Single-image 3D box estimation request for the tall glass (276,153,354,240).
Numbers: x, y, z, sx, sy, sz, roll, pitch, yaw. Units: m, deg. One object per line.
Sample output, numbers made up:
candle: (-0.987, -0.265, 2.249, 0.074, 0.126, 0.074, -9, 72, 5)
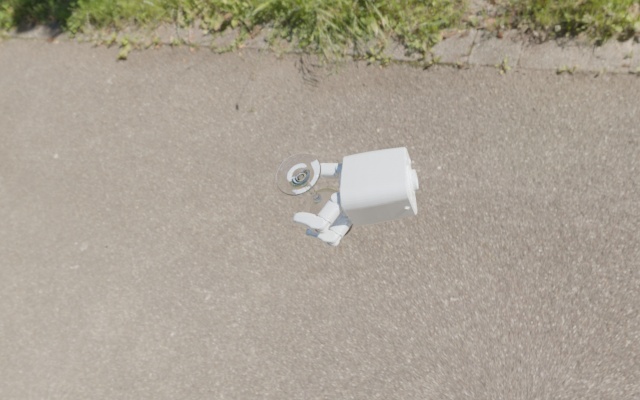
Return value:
tall glass: (0.000, 0.002, 0.806, 0.079, 0.079, 0.201, 0, -26, 22)
